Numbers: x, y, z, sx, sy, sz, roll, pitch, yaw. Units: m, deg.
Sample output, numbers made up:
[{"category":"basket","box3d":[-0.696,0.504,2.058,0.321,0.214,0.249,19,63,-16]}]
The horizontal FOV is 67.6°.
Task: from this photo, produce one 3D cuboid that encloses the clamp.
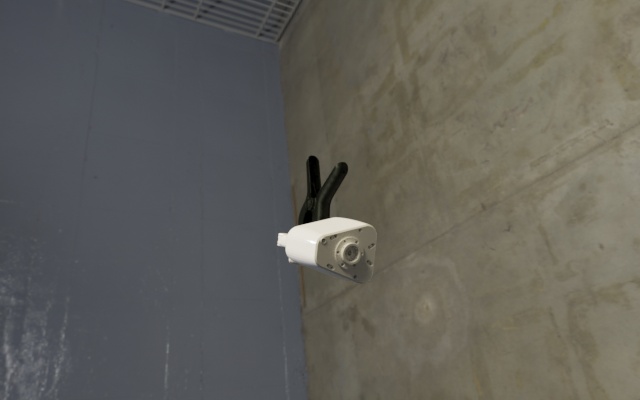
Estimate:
[{"category":"clamp","box3d":[0.000,0.003,0.840,0.039,0.171,0.120,7,-2,-26]}]
